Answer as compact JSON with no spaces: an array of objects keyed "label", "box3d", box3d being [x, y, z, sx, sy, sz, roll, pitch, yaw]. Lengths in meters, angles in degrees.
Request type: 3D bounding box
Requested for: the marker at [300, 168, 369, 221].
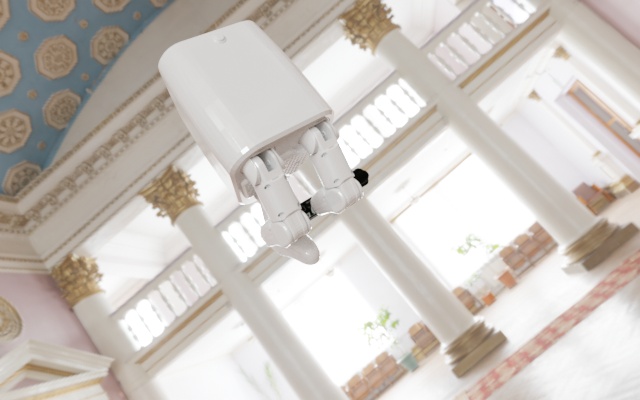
[{"label":"marker","box3d":[0.000,0.001,0.434,0.121,0.020,0.020,-32,18,-31]}]
